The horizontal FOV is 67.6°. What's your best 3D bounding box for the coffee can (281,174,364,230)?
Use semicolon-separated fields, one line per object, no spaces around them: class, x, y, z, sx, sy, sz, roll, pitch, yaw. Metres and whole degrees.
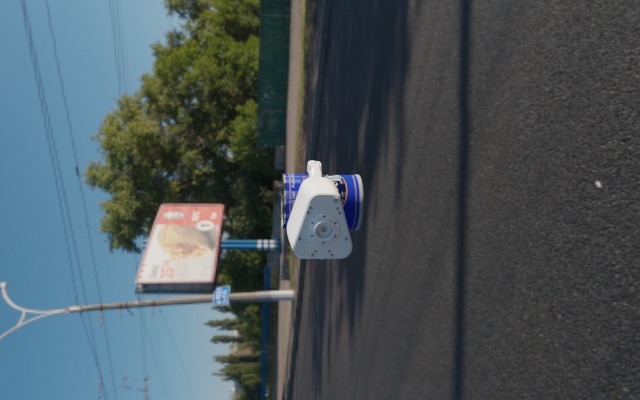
coffee can;0.000;0.003;0.874;0.140;0.103;0.103;1;0;-7
